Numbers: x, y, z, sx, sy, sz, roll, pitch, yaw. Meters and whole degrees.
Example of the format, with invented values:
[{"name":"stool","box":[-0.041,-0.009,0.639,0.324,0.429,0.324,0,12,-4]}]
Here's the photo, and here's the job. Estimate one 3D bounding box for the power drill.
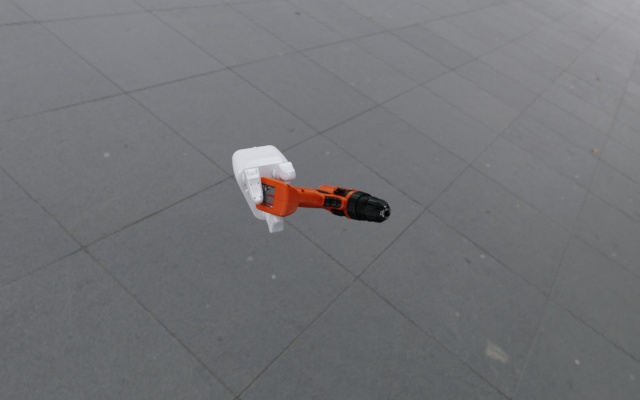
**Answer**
[{"name":"power drill","box":[0.000,0.003,0.806,0.187,0.057,0.184,6,4,-37]}]
